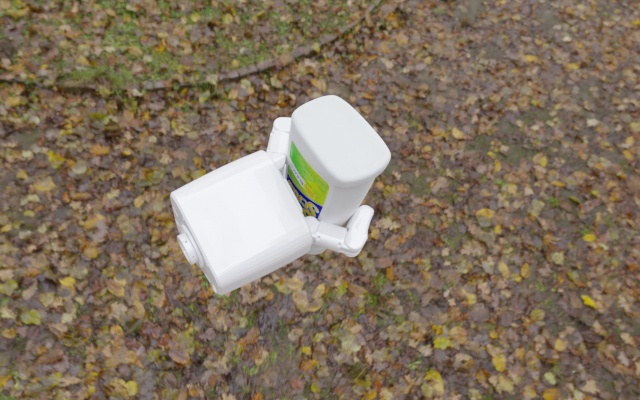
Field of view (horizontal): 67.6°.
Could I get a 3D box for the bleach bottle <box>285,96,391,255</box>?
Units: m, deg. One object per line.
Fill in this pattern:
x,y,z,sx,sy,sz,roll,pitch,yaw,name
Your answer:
0.000,0.002,0.545,0.068,0.102,0.251,-28,-23,-23,bleach bottle
